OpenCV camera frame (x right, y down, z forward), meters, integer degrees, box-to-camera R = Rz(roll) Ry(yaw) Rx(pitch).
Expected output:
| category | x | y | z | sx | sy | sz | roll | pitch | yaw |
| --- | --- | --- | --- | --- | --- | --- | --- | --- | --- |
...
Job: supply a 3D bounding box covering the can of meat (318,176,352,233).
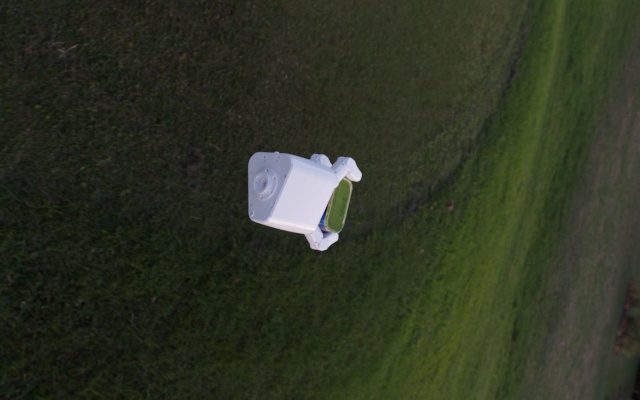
| category | x | y | z | sx | sy | sz | roll | pitch | yaw |
| --- | --- | --- | --- | --- | --- | --- | --- | --- | --- |
| can of meat | 0.000 | 0.003 | 0.821 | 0.084 | 0.102 | 0.057 | 7 | -9 | 39 |
